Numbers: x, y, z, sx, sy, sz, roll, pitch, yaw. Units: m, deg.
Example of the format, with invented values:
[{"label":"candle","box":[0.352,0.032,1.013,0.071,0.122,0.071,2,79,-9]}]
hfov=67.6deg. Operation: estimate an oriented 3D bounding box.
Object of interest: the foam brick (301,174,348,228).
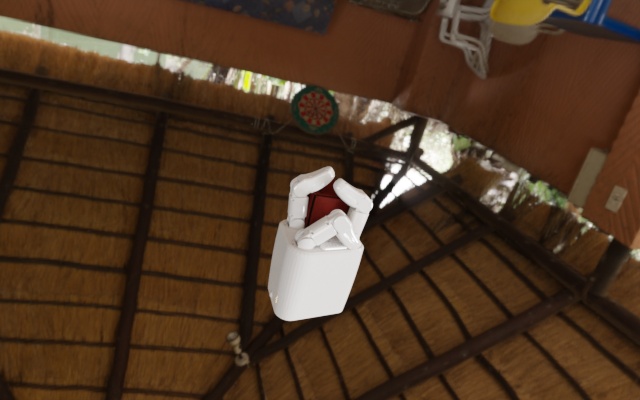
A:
[{"label":"foam brick","box":[0.000,0.002,0.665,0.053,0.051,0.078,6,22,-18]}]
